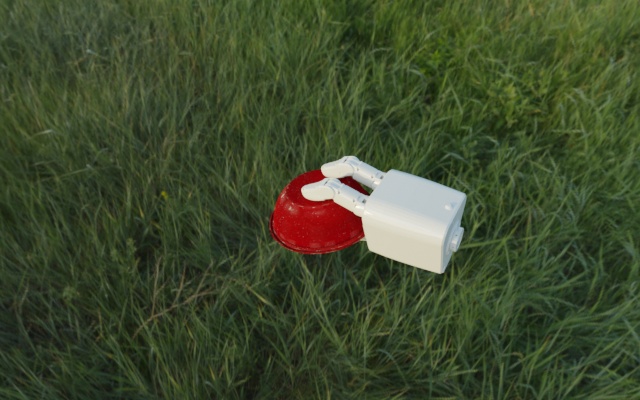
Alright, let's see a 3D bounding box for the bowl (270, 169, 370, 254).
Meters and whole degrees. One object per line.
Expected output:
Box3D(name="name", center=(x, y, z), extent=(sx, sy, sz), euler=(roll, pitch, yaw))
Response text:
Box3D(name="bowl", center=(-0.001, 0.002, 0.687), extent=(0.162, 0.055, 0.162), euler=(-8, 37, 6))
